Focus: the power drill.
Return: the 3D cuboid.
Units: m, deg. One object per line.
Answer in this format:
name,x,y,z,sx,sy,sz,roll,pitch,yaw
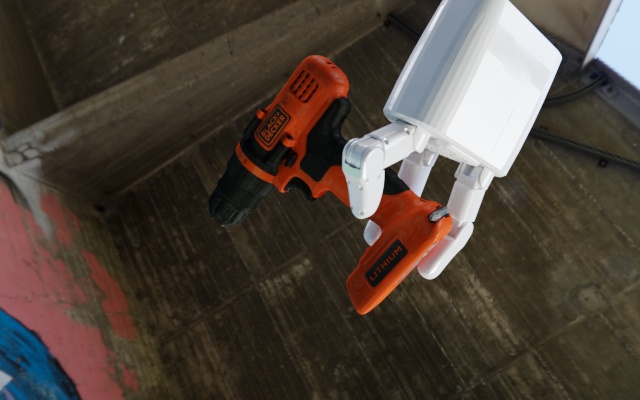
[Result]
power drill,0.001,0.001,0.407,0.187,0.184,0.057,46,25,14
